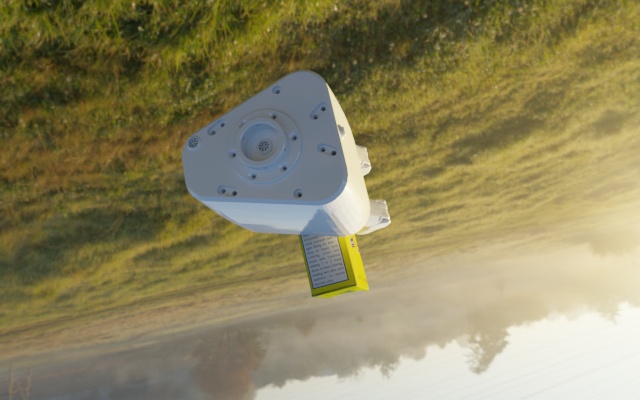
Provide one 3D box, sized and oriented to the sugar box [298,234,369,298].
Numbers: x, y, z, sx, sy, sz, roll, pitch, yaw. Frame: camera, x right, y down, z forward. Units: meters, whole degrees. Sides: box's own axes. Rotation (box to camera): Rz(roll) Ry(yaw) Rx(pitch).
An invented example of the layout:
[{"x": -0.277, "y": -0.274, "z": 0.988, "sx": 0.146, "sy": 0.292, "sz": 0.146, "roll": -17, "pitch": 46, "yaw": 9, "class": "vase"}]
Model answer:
[{"x": 0.001, "y": 0.001, "z": 0.450, "sx": 0.048, "sy": 0.176, "sz": 0.093, "roll": -14, "pitch": -15, "yaw": 8, "class": "sugar box"}]
